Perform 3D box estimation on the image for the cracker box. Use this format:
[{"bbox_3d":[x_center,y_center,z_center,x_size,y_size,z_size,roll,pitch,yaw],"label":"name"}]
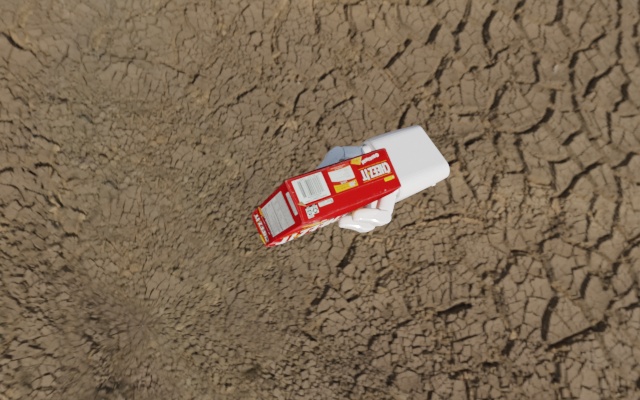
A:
[{"bbox_3d":[0.000,0.002,0.742,0.164,0.072,0.214,-20,-6,-24],"label":"cracker box"}]
